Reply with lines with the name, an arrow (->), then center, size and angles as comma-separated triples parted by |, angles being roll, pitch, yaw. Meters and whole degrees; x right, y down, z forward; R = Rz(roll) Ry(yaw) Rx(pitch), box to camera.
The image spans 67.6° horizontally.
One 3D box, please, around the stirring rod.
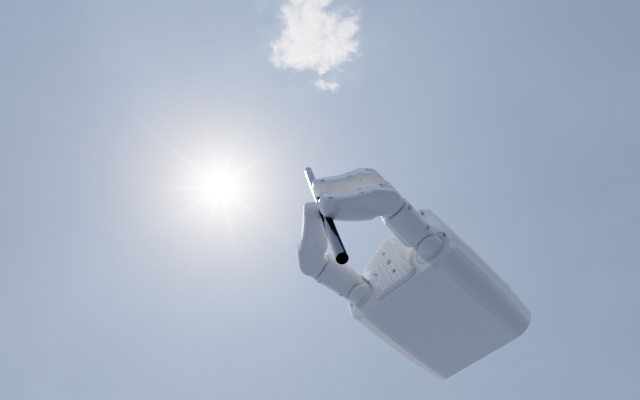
stirring rod -> 0.000, 0.001, 0.401 | 0.011, 0.011, 0.239 | 0, 16, -6
